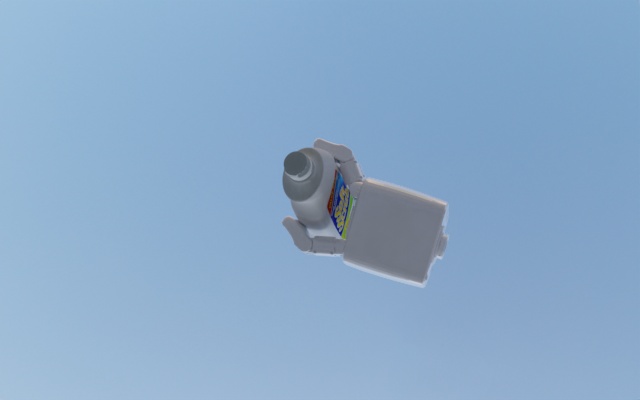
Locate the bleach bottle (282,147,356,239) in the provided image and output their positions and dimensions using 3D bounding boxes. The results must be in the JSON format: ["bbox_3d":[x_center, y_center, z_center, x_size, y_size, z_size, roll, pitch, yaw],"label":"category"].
[{"bbox_3d":[0.000,0.002,0.640,0.068,0.102,0.251,15,-12,18],"label":"bleach bottle"}]
